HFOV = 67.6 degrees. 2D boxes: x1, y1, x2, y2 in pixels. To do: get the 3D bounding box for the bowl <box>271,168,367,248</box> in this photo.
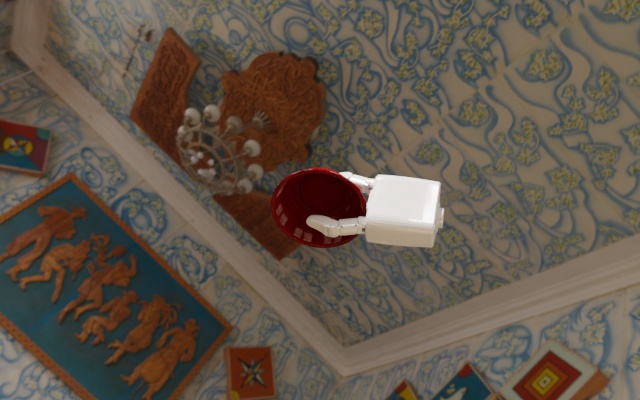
[{"bbox_3d":[-0.001,0.002,0.805,0.162,0.162,0.055,0,36,8],"label":"bowl"}]
